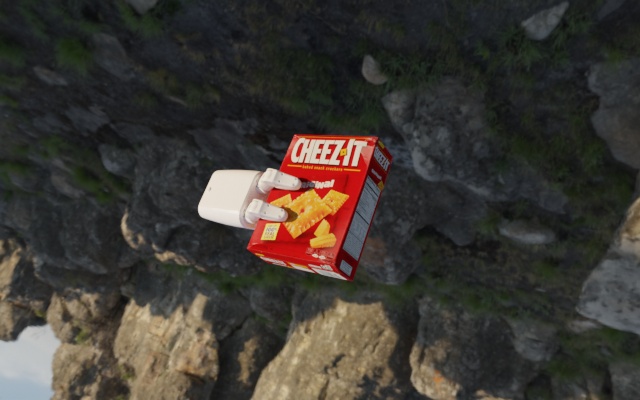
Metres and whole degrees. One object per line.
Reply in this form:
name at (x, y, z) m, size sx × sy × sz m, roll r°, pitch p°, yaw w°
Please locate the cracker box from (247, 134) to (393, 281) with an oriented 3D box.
cracker box at (0.000, 0.003, 0.745) m, size 0.164 × 0.213 × 0.072 m, roll 7°, pitch -23°, yaw 34°
